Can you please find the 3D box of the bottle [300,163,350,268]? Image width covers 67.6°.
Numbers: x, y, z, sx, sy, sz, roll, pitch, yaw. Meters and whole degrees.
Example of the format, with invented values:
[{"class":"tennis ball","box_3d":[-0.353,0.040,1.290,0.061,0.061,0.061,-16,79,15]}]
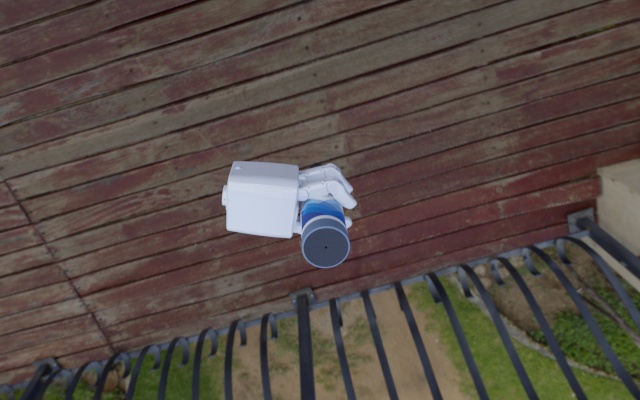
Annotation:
[{"class":"bottle","box_3d":[0.000,0.003,0.785,0.069,0.069,0.295,0,25,-3]}]
